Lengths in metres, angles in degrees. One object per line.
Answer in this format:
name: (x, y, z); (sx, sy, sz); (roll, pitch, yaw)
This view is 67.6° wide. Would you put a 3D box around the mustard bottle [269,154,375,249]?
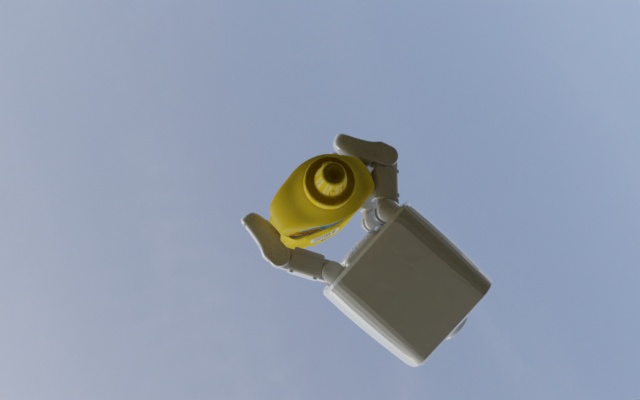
mustard bottle: (0.000, 0.001, 0.441); (0.096, 0.058, 0.192); (-23, -8, -10)
